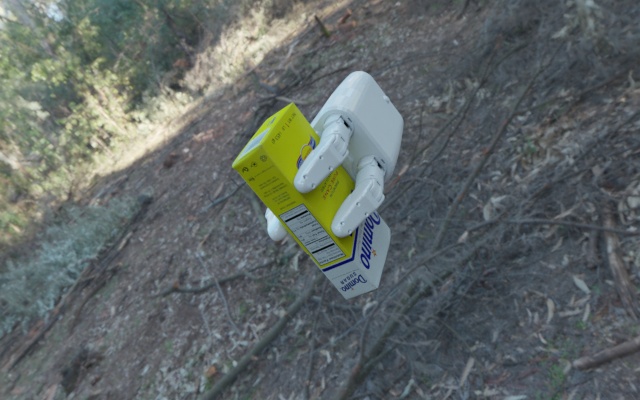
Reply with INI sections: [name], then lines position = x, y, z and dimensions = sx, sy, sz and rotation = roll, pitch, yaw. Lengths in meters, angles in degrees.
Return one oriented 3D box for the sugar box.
[sugar box]
position = 0.000, 0.001, 0.462
dimensions = 0.048, 0.176, 0.093
rotation = -29, 22, 33
